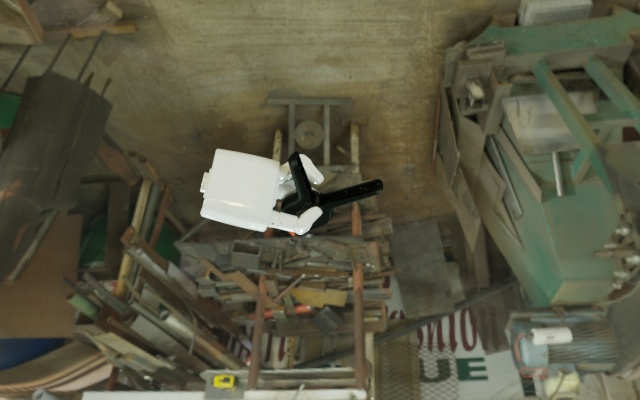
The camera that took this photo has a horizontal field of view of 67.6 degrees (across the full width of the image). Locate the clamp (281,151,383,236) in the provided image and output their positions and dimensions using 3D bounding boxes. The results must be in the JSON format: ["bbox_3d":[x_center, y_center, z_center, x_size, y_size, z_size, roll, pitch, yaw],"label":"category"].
[{"bbox_3d":[0.000,0.004,0.825,0.164,0.036,0.210,14,-37,-13],"label":"clamp"}]
